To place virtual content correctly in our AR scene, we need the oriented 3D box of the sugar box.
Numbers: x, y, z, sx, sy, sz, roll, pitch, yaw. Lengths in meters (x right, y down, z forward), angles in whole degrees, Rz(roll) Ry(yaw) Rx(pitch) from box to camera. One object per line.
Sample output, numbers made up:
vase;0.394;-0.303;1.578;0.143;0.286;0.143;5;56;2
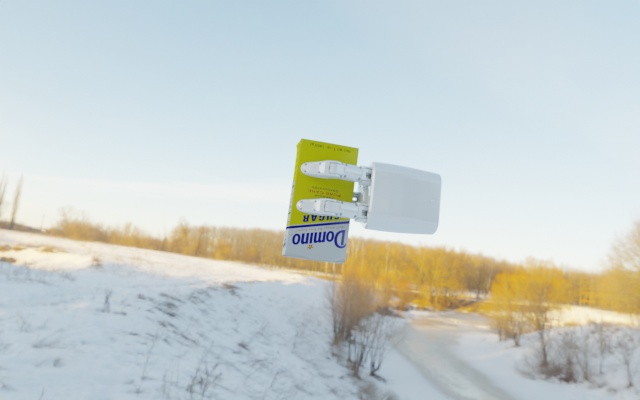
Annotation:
sugar box;0.000;0.002;0.718;0.093;0.176;0.048;8;-10;-10
